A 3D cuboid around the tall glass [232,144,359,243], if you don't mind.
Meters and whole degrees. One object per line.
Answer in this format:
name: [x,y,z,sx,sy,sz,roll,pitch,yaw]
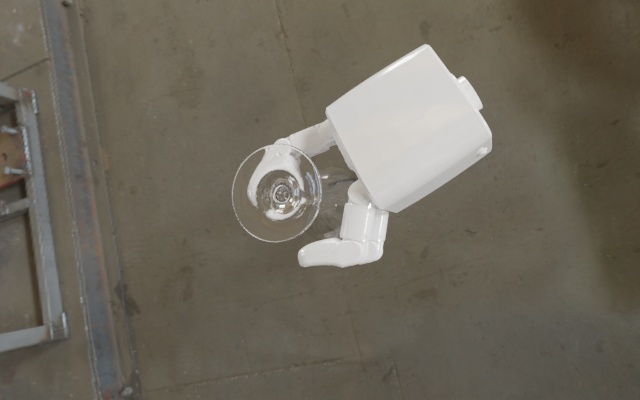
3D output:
tall glass: [0.000,0.001,0.449,0.079,0.079,0.201,0,-4,20]
